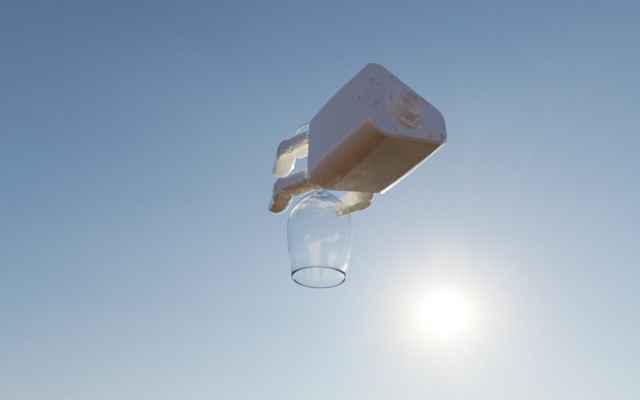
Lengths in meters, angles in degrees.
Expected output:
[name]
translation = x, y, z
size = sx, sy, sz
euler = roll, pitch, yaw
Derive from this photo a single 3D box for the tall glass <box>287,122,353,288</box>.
[tall glass]
translation = 0.000, 0.001, 0.584
size = 0.079, 0.201, 0.079
euler = 1, -31, 1
